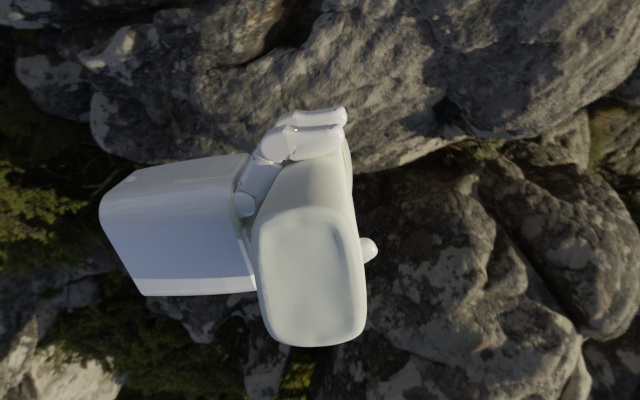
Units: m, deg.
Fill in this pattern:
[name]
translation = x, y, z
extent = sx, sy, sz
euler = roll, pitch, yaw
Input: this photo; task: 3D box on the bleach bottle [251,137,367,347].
[bleach bottle]
translation = 0.000, 0.001, 0.401
extent = 0.068, 0.103, 0.250
euler = -5, 22, 6
